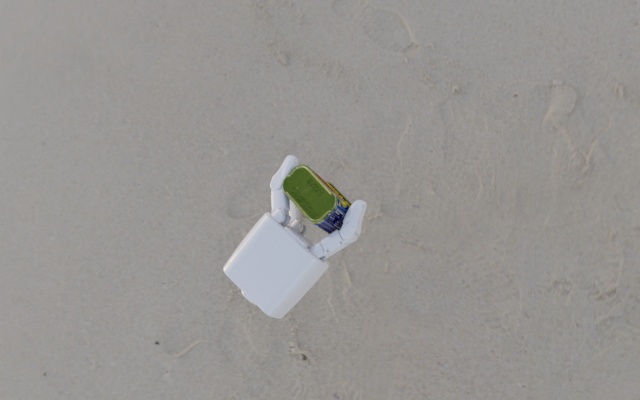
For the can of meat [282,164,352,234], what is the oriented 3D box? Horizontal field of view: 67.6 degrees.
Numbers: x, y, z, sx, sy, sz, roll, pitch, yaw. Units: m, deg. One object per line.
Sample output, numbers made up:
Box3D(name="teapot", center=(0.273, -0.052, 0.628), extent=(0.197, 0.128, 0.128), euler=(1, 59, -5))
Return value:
Box3D(name="can of meat", center=(0.000, 0.002, 0.696), extent=(0.102, 0.057, 0.084), euler=(47, 6, 32))
